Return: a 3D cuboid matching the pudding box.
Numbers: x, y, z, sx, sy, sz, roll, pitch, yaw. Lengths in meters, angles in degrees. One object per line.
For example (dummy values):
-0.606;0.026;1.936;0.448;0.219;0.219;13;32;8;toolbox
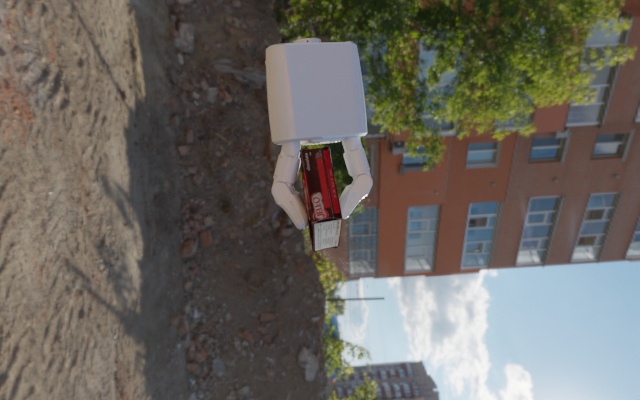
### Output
0.000;0.002;0.564;0.039;0.090;0.113;-8;-22;-1;pudding box
